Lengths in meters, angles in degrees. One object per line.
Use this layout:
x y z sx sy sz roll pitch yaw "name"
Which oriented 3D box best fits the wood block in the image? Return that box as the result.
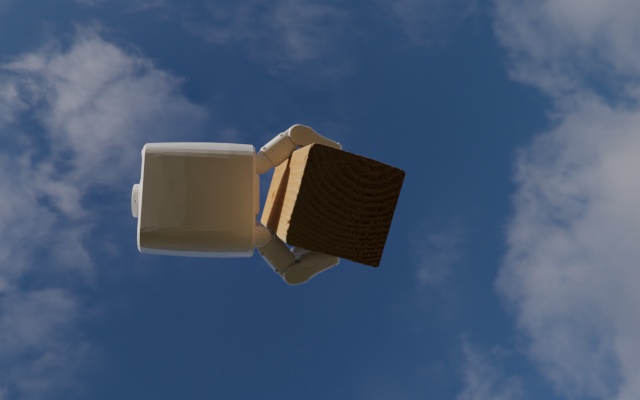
0.000 0.001 0.504 0.090 0.091 0.206 16 -1 -13 "wood block"
